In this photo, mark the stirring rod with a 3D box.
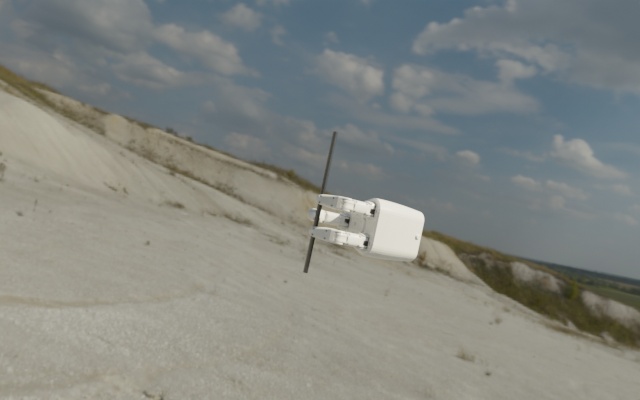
[{"bbox_3d":[0.000,0.003,0.798,0.011,0.239,0.011,12,-2,0],"label":"stirring rod"}]
